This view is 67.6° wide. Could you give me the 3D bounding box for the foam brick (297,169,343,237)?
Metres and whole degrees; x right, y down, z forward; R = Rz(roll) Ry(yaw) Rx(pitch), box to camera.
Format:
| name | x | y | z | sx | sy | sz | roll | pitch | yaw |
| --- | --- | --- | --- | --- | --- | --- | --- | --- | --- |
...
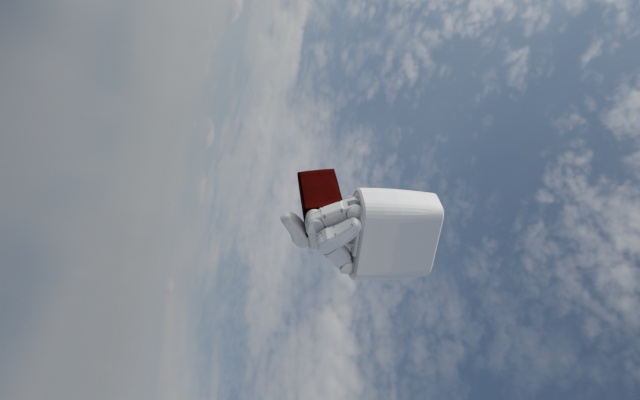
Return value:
| name | x | y | z | sx | sy | sz | roll | pitch | yaw |
| --- | --- | --- | --- | --- | --- | --- | --- | --- | --- |
| foam brick | 0.000 | 0.002 | 0.635 | 0.051 | 0.053 | 0.078 | -8 | 42 | -4 |
